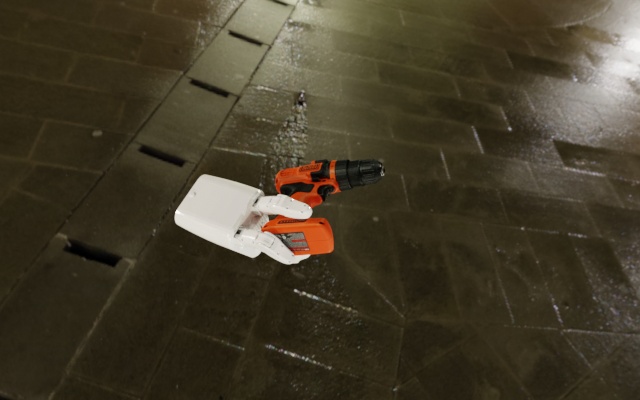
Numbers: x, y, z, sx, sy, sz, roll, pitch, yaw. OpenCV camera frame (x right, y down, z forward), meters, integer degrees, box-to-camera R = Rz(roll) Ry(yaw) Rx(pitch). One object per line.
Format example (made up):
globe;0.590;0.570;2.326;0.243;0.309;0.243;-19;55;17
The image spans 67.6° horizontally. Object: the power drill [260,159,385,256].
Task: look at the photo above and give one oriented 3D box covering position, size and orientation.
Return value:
power drill;0.000;0.003;0.729;0.184;0.057;0.187;-8;32;21
